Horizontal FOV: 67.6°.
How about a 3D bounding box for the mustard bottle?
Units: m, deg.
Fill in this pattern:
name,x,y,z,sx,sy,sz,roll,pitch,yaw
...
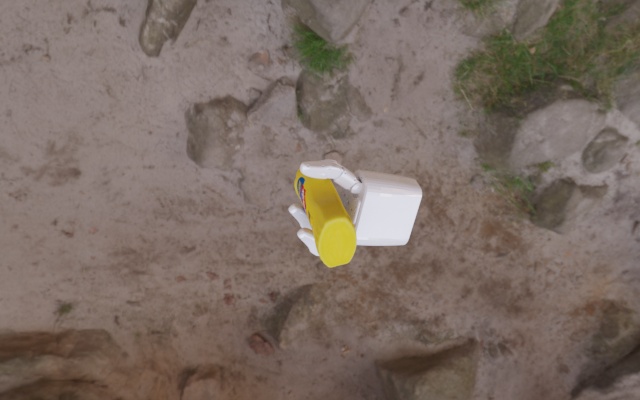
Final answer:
name,x,y,z,sx,sy,sz,roll,pitch,yaw
mustard bottle,0.000,0.003,0.726,0.058,0.096,0.191,-14,42,-7
